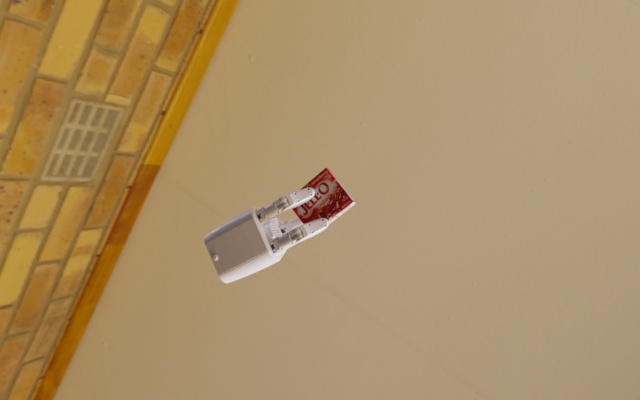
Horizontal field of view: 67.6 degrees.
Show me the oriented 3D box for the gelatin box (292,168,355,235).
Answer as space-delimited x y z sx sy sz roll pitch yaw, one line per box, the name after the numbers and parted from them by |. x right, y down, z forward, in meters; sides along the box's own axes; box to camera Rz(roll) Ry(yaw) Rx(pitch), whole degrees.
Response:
0.000 0.002 0.783 0.089 0.073 0.030 -39 -11 6 | gelatin box
